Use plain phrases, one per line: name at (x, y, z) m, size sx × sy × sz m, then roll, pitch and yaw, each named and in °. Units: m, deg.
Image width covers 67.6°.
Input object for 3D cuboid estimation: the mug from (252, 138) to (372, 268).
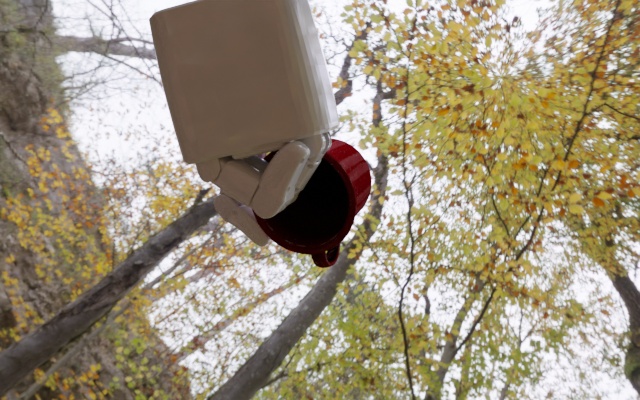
mug at (0.001, 0.003, 0.425) m, size 0.093 × 0.117 × 0.081 m, roll -8°, pitch 13°, yaw 22°
